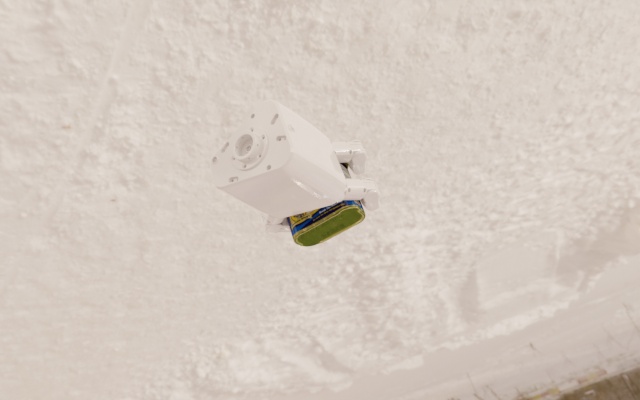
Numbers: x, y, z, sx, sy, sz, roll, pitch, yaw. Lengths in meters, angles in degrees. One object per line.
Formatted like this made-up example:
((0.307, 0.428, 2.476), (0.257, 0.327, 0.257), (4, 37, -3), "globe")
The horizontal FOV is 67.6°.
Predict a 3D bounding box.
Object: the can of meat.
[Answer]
((0.000, 0.002, 0.623), (0.102, 0.084, 0.057), (-30, -31, 18), "can of meat")
